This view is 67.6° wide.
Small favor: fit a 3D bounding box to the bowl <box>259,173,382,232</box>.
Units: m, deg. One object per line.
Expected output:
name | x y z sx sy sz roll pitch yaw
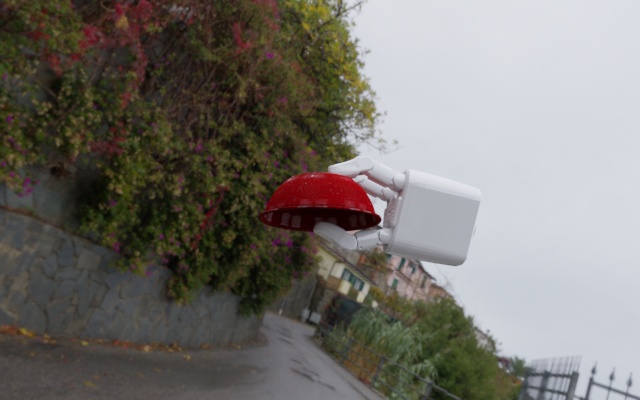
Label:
bowl | -0.001 0.002 0.634 0.162 0.055 0.162 0 -14 0
